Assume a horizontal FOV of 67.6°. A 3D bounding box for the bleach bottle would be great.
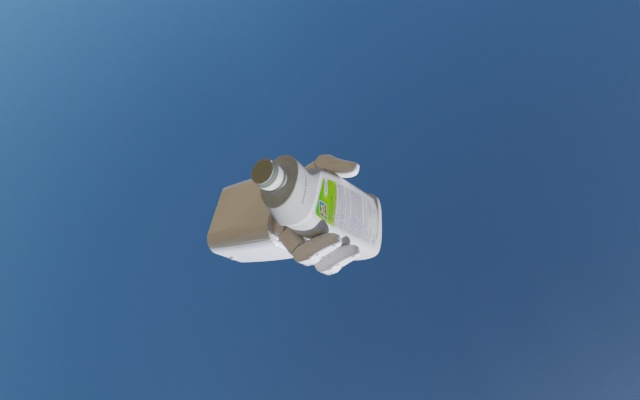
[{"bbox_3d":[0.000,0.002,0.599,0.068,0.102,0.251,-11,-24,27],"label":"bleach bottle"}]
